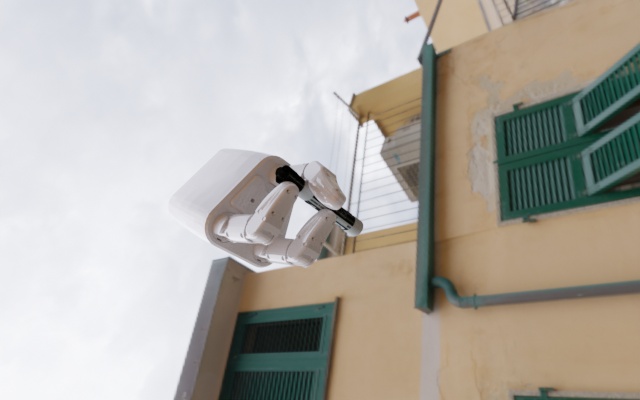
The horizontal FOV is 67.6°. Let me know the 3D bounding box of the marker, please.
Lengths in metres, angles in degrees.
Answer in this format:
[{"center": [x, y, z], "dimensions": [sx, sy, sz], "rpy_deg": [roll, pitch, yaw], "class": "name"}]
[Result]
[{"center": [0.000, 0.002, 0.463], "dimensions": [0.020, 0.020, 0.121], "rpy_deg": [0, -28, 45], "class": "marker"}]
